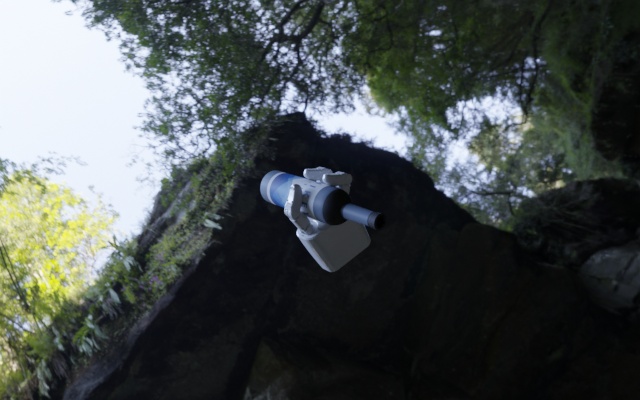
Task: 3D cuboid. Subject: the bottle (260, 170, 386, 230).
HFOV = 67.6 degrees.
[{"bbox_3d":[0.000,0.003,0.859,0.069,0.069,0.295,0,12,-41],"label":"bottle"}]
